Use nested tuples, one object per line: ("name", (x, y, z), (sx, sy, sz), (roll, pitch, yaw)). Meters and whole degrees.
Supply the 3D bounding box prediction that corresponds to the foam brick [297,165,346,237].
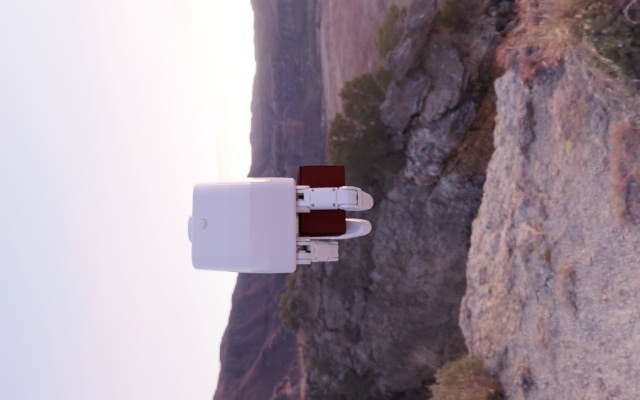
("foam brick", (0.000, 0.001, 0.542), (0.051, 0.078, 0.053), (0, -8, -5))
